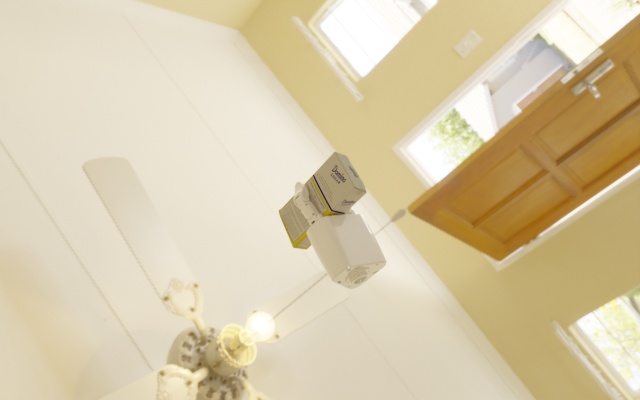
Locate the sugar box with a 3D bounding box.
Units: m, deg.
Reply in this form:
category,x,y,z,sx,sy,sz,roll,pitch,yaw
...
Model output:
category,x,y,z,sx,sy,sz,roll,pitch,yaw
sugar box,0.000,0.003,0.891,0.176,0.093,0.048,-43,-35,25
